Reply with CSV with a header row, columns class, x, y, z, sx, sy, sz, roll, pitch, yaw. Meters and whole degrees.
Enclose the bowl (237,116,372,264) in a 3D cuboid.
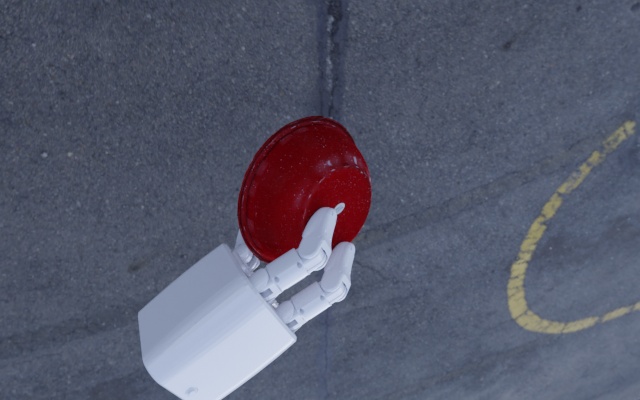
class,x,y,z,sx,sy,sz,roll,pitch,yaw
bowl,0.001,0.001,0.474,0.162,0.162,0.055,0,20,-45
